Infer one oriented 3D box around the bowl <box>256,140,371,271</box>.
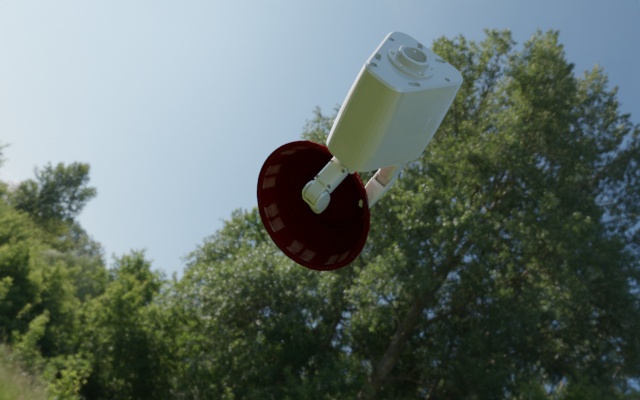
[{"bbox_3d":[0.000,0.003,0.585,0.162,0.162,0.055,0,16,34],"label":"bowl"}]
